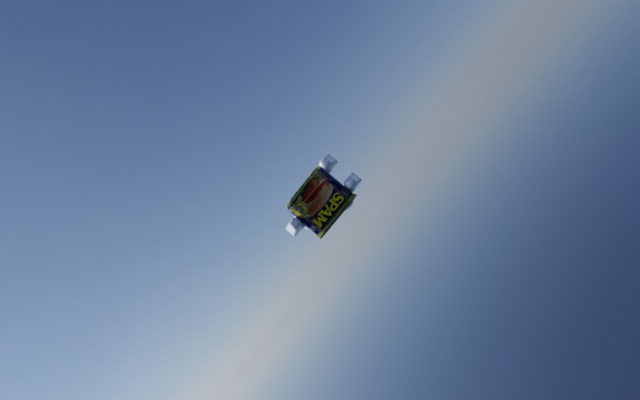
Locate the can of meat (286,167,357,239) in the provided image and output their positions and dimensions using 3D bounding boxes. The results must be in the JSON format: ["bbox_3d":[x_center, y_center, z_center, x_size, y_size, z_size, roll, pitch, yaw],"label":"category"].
[{"bbox_3d":[0.000,0.003,0.846,0.084,0.102,0.057,40,6,6],"label":"can of meat"}]
